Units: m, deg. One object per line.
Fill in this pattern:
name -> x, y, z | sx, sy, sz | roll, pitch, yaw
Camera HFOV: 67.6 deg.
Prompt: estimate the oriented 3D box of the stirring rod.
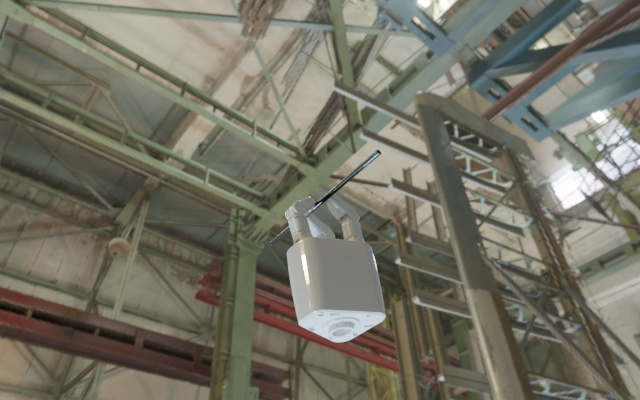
stirring rod -> 0.000, 0.002, 0.690 | 0.011, 0.011, 0.240 | 0, -33, -49
